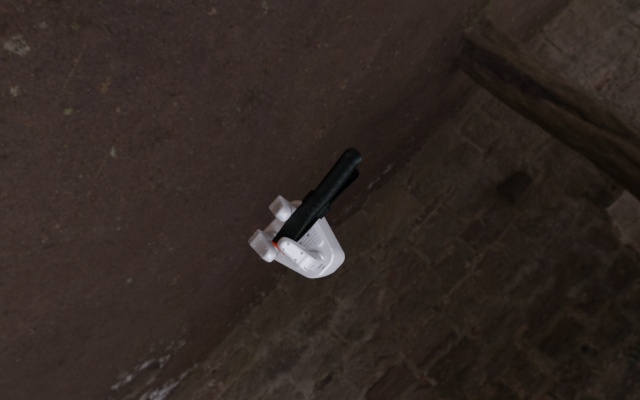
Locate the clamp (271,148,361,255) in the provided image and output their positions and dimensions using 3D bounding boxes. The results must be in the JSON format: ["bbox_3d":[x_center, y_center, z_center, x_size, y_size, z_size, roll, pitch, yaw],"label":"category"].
[{"bbox_3d":[0.000,0.003,0.670,0.039,0.171,0.120,44,5,14],"label":"clamp"}]
